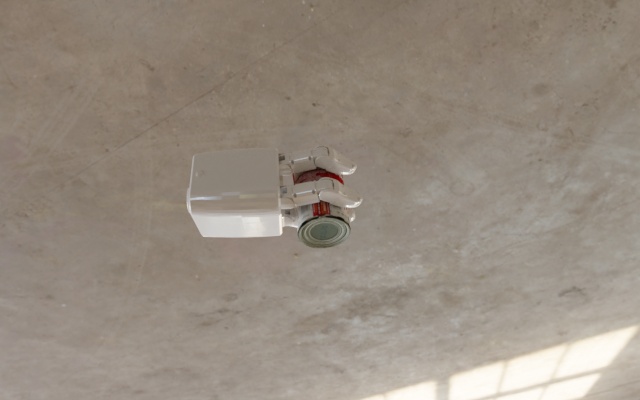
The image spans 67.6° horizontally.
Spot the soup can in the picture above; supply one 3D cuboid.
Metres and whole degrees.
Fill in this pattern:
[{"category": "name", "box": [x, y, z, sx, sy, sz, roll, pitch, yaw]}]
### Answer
[{"category": "soup can", "box": [0.001, 0.002, 0.617, 0.068, 0.102, 0.069, -4, -39, -3]}]
